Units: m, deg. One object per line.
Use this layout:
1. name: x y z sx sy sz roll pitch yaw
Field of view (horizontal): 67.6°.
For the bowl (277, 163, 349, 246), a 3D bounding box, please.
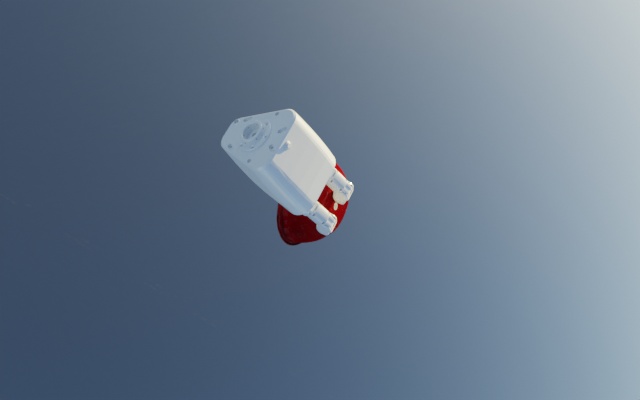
1. bowl: 0.001 0.003 0.750 0.055 0.162 0.162 19 8 26
